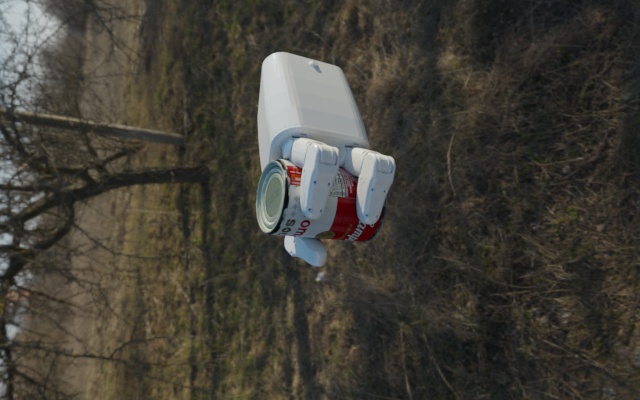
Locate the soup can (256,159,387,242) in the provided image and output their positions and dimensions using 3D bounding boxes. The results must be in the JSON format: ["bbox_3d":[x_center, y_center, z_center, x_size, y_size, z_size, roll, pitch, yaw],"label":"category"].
[{"bbox_3d":[0.000,0.002,0.439,0.102,0.068,0.068,7,-3,-28],"label":"soup can"}]
